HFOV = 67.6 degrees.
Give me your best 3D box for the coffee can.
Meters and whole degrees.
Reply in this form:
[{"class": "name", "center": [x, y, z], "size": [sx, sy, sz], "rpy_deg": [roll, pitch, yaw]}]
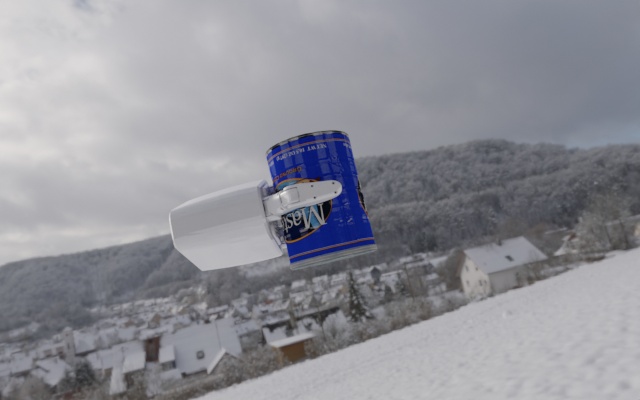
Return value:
[{"class": "coffee can", "center": [0.000, 0.002, 0.560], "size": [0.103, 0.140, 0.103], "rpy_deg": [-13, -9, -2]}]
